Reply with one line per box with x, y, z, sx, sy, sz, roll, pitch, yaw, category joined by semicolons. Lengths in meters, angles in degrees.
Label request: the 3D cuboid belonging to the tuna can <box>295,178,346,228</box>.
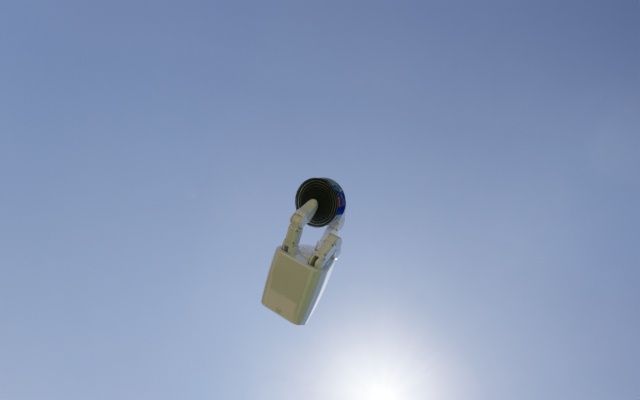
0.000;0.003;0.825;0.086;0.086;0.034;0;4;32;tuna can
